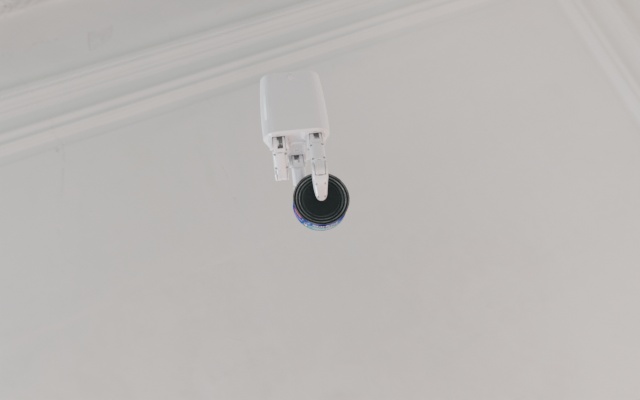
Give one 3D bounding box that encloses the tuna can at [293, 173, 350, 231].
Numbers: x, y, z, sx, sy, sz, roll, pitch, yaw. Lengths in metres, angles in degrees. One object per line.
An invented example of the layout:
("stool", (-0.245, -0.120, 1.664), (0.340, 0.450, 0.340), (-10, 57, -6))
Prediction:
("tuna can", (0.000, 0.003, 0.732), (0.086, 0.086, 0.034), (0, -22, -5))
